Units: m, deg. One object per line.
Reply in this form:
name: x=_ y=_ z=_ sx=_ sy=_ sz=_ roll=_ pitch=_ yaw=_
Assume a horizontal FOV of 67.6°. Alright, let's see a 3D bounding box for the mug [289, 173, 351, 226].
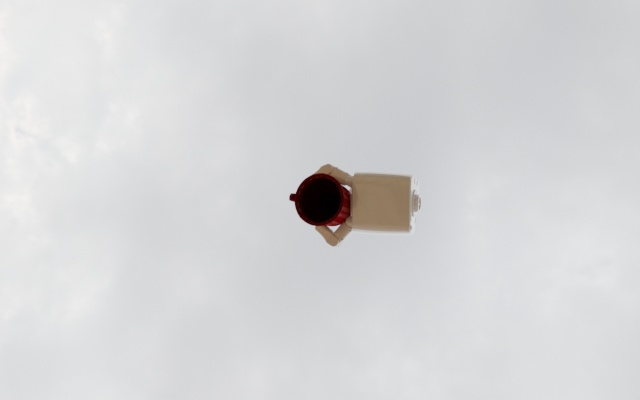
mug: x=-0.001 y=0.003 z=0.869 sx=0.117 sy=0.093 sz=0.081 roll=4 pitch=-6 yaw=22
